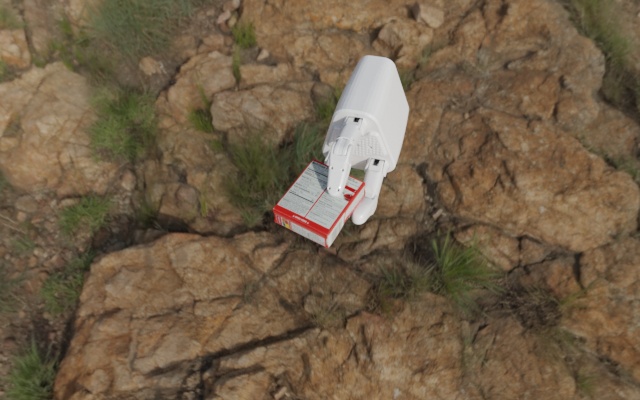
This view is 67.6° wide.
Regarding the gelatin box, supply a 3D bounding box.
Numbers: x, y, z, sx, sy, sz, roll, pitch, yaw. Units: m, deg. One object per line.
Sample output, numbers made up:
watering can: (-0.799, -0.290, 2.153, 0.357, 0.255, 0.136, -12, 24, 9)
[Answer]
gelatin box: (0.000, 0.002, 0.550, 0.073, 0.089, 0.030, 25, -32, 20)
